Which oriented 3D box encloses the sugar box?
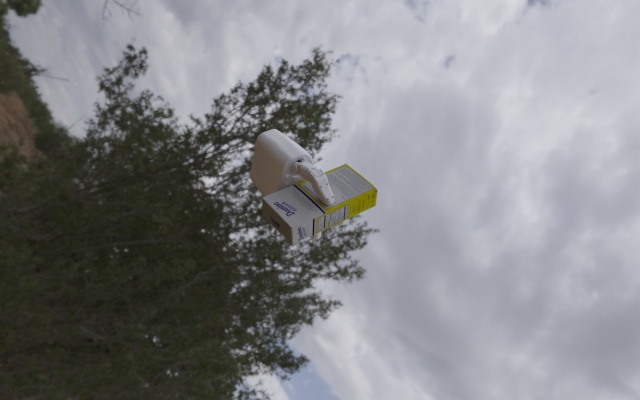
[{"bbox_3d":[0.000,0.003,0.803,0.176,0.048,0.093,-25,46,-25],"label":"sugar box"}]
